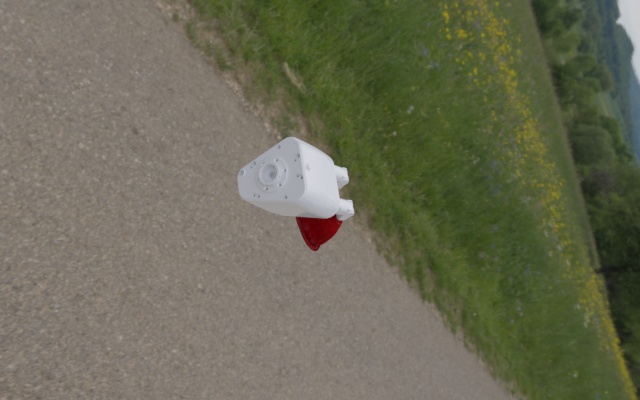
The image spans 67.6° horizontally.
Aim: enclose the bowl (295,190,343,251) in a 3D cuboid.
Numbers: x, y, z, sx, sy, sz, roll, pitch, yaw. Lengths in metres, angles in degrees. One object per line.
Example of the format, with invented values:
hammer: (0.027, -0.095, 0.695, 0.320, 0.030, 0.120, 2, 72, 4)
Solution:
bowl: (0.001, 0.003, 0.817, 0.055, 0.162, 0.162, -12, -3, 13)
